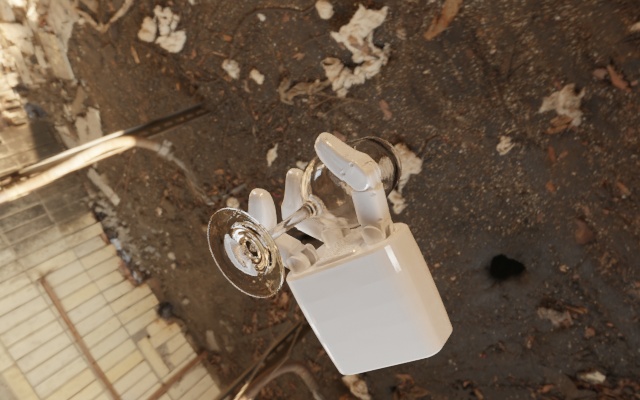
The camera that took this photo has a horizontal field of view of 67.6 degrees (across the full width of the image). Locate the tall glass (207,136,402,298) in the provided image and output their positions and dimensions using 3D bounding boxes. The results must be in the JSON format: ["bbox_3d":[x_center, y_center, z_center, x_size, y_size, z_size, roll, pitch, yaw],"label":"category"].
[{"bbox_3d":[0.000,0.002,0.421,0.079,0.079,0.201,0,23,38],"label":"tall glass"}]
